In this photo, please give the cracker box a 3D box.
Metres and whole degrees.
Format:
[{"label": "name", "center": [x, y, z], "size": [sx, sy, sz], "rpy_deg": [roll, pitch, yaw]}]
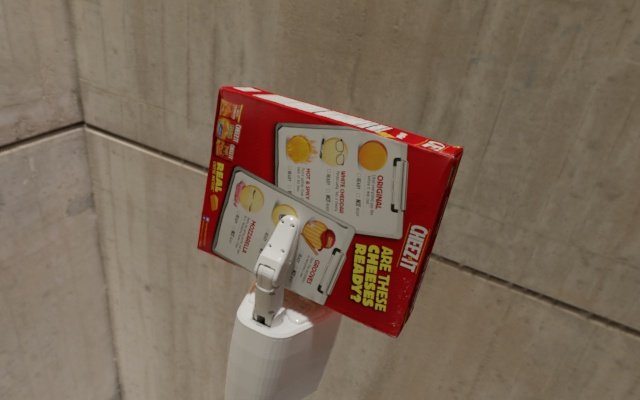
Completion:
[{"label": "cracker box", "center": [0.000, 0.001, 0.437], "size": [0.213, 0.164, 0.072], "rpy_deg": [20, 21, 19]}]
